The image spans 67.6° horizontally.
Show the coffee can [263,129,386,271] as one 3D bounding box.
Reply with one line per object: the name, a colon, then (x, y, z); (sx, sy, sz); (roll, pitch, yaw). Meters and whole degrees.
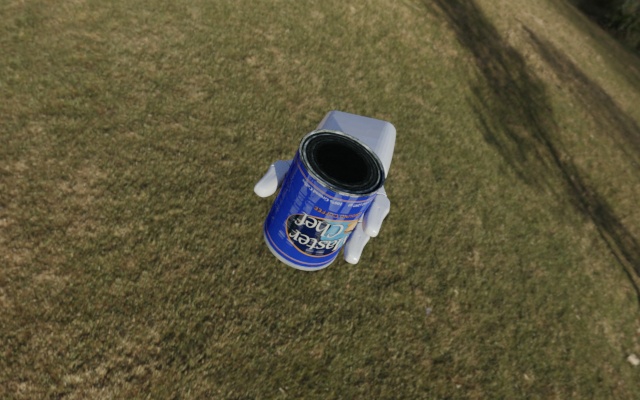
coffee can: (0.000, 0.002, 0.565); (0.103, 0.102, 0.140); (0, -41, -28)
